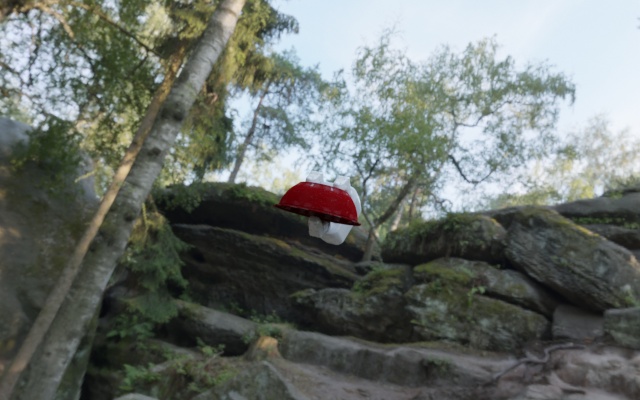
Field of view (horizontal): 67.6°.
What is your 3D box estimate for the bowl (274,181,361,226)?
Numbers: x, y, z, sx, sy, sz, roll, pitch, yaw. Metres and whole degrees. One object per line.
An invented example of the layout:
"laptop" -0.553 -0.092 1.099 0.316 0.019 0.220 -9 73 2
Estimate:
"bowl" 0.000 0.002 0.869 0.162 0.055 0.162 13 -6 1
